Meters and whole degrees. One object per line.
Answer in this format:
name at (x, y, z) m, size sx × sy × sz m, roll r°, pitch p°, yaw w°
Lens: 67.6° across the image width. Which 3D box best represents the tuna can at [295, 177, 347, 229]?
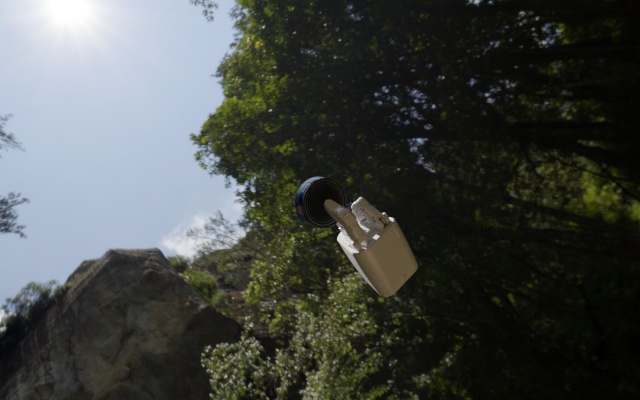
tuna can at (0.000, 0.003, 0.810) m, size 0.086 × 0.086 × 0.033 m, roll 0°, pitch 7°, yaw -31°
